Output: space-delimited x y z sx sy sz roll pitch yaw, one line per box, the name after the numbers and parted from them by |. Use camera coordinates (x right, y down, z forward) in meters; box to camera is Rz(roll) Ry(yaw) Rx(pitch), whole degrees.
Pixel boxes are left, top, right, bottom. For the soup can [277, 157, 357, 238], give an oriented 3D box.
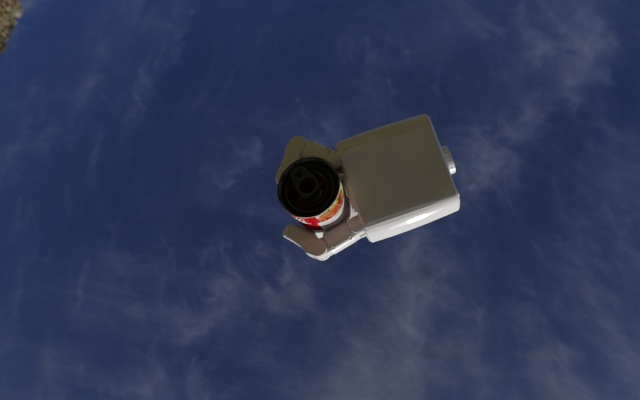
0.000 0.002 0.541 0.068 0.068 0.102 0 -19 16 | soup can
